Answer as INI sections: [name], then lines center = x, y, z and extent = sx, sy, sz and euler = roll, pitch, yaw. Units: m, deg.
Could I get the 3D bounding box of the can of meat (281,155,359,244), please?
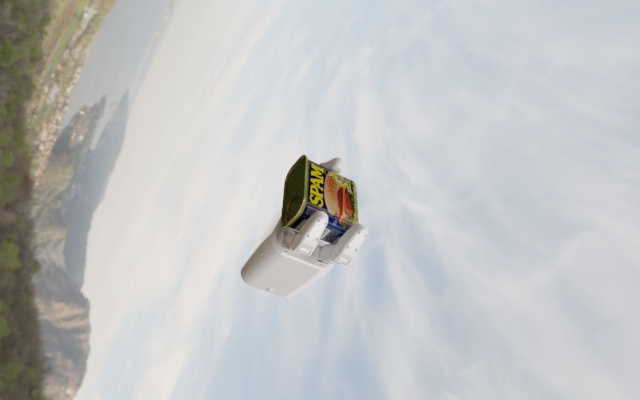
[can of meat]
center = 0.000, 0.002, 0.621
extent = 0.084, 0.102, 0.057
euler = 24, -47, -23
